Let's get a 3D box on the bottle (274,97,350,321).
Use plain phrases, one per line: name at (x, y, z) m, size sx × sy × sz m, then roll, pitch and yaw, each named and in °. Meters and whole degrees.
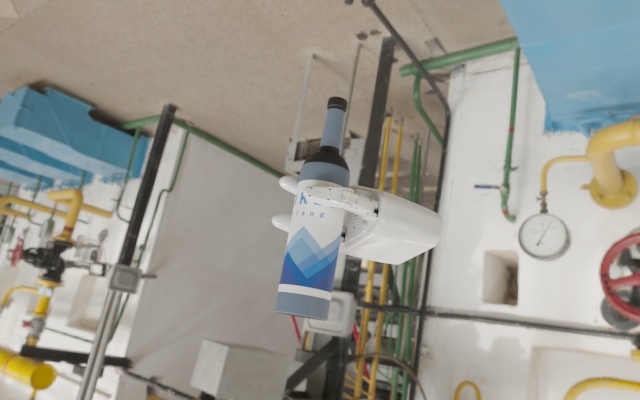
bottle at (0.000, 0.002, 0.623) m, size 0.069 × 0.295 × 0.069 m, roll 9°, pitch -15°, yaw 3°
